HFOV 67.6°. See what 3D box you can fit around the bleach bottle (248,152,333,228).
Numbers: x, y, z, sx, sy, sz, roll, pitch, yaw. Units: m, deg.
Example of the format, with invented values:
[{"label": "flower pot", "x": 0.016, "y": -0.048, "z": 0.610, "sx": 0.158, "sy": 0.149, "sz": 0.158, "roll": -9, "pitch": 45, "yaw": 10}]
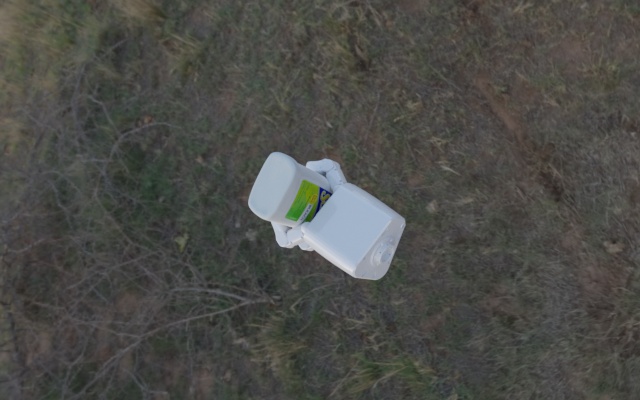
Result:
[{"label": "bleach bottle", "x": 0.000, "y": 0.003, "z": 0.787, "sx": 0.068, "sy": 0.102, "sz": 0.251, "roll": 34, "pitch": 10, "yaw": 37}]
